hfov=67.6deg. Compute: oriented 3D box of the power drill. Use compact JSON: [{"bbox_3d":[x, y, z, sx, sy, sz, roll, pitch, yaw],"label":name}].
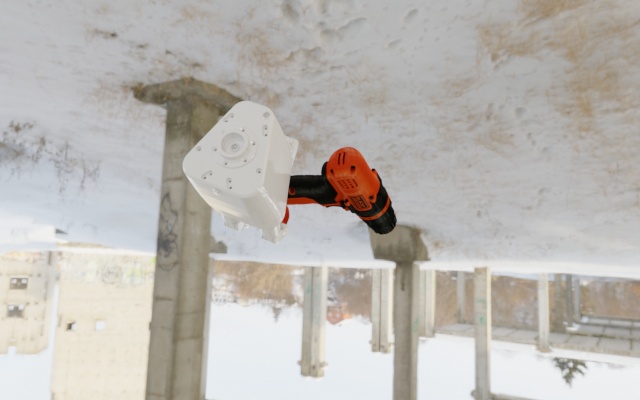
[{"bbox_3d":[0.000,0.002,0.659,0.187,0.057,0.184,-9,-35,22],"label":"power drill"}]
